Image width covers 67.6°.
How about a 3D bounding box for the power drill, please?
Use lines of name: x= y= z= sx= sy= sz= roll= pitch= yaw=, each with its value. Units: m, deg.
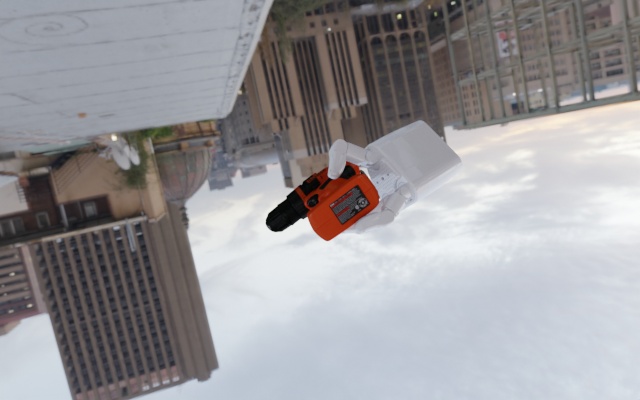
power drill: x=0.000 y=0.002 z=0.737 sx=0.184 sy=0.057 sz=0.187 roll=-38 pitch=18 yaw=-4
